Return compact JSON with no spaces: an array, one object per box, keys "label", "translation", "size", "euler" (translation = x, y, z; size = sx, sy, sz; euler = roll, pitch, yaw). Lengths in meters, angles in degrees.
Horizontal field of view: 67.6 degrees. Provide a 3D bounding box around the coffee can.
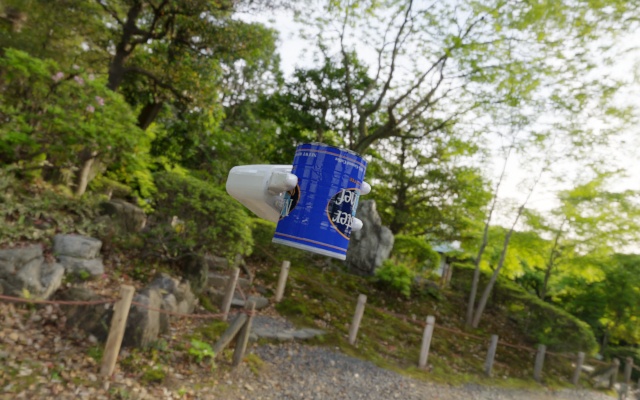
[{"label":"coffee can","translation":[0.000,0.002,0.656],"size":[0.103,0.140,0.103],"euler":[14,-6,2]}]
